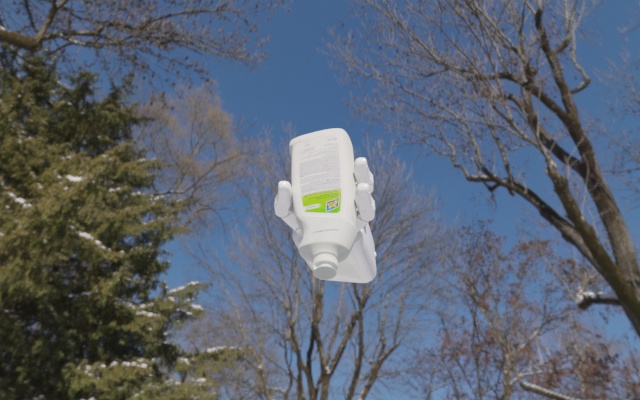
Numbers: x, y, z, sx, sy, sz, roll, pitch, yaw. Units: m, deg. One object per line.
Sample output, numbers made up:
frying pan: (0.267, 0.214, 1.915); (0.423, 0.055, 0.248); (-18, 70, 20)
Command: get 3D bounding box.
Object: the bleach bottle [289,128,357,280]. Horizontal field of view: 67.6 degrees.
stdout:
bleach bottle: (0.000, 0.002, 0.674); (0.102, 0.250, 0.068); (-13, -47, 14)
